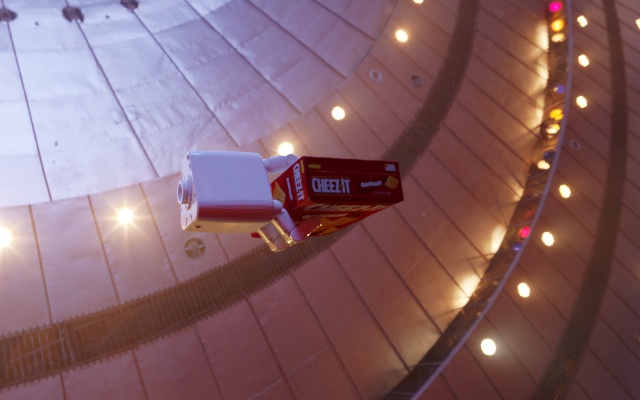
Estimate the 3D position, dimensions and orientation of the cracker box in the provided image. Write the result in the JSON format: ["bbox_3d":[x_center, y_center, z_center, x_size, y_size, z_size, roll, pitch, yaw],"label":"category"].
[{"bbox_3d":[0.000,0.002,0.751,0.164,0.072,0.214,0,-16,-30],"label":"cracker box"}]
